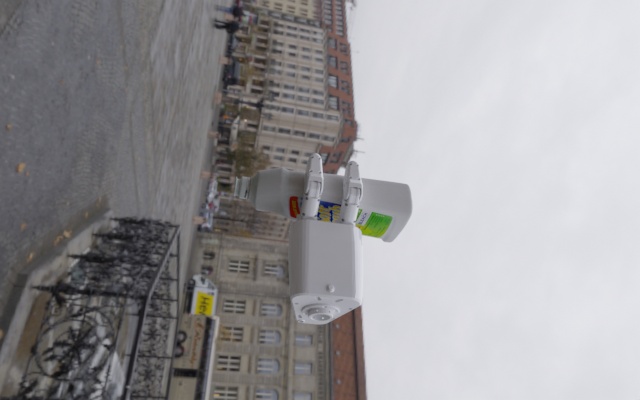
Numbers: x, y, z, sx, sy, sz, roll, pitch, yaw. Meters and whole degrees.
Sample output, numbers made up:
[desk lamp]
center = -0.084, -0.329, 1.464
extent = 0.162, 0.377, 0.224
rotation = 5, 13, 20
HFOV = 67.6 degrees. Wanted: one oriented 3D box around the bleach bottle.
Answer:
[bleach bottle]
center = 0.000, 0.002, 0.696
extent = 0.251, 0.068, 0.103
rotation = 8, -34, -12
